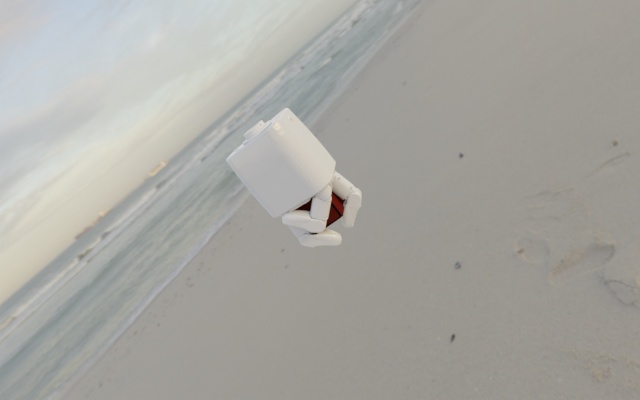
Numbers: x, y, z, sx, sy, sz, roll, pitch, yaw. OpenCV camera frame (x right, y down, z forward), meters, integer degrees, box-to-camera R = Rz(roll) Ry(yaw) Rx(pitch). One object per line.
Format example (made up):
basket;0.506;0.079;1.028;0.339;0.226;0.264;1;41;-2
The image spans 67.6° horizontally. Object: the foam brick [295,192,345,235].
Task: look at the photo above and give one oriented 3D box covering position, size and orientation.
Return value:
foam brick;0.000;0.002;0.697;0.053;0.051;0.078;-36;15;18
